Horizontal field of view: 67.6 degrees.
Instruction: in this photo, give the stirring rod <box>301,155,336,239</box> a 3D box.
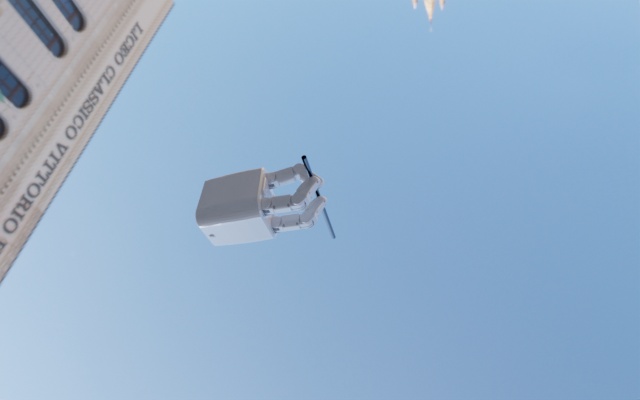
[{"bbox_3d":[0.000,0.003,0.800,0.011,0.011,0.240,0,-33,14],"label":"stirring rod"}]
